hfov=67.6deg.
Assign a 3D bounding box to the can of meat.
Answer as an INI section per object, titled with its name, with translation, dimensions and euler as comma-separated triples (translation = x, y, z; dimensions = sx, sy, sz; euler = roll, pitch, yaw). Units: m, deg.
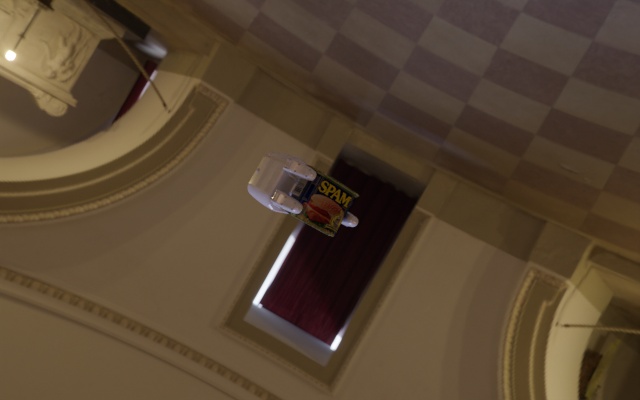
[can of meat]
translation = 0.000, 0.003, 0.781
dimensions = 0.102, 0.084, 0.057
euler = 31, -3, -36
